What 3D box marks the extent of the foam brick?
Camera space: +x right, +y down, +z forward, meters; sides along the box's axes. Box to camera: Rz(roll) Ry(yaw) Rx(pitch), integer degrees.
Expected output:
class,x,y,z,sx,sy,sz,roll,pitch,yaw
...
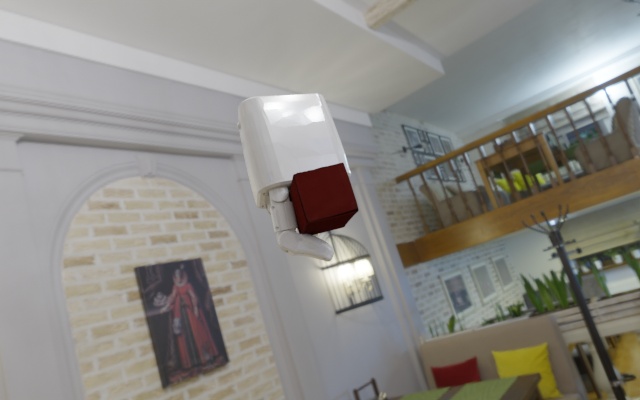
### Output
class,x,y,z,sx,sy,sz,roll,pitch,yaw
foam brick,0.000,0.002,0.485,0.053,0.051,0.078,-13,-12,-12
